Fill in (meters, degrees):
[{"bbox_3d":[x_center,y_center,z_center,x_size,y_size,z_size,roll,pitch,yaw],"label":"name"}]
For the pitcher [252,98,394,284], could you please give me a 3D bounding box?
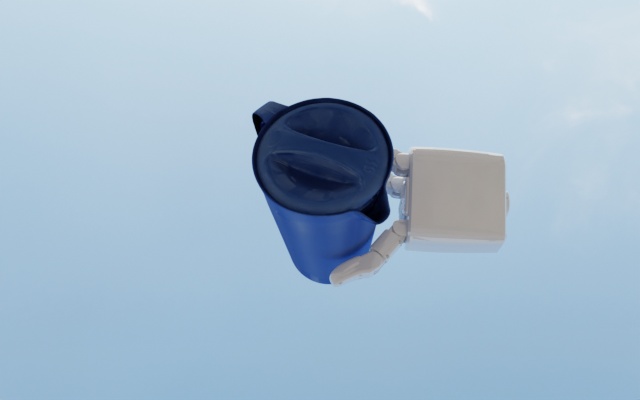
[{"bbox_3d":[0.000,0.002,0.549,0.145,0.149,0.243,0,-28,3],"label":"pitcher"}]
